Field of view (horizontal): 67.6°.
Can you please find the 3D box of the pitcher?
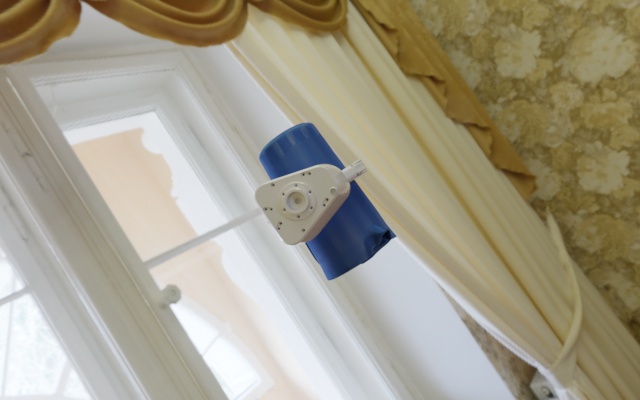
[{"bbox_3d":[0.000,0.003,0.791,0.149,0.243,0.145,-34,-3,9],"label":"pitcher"}]
